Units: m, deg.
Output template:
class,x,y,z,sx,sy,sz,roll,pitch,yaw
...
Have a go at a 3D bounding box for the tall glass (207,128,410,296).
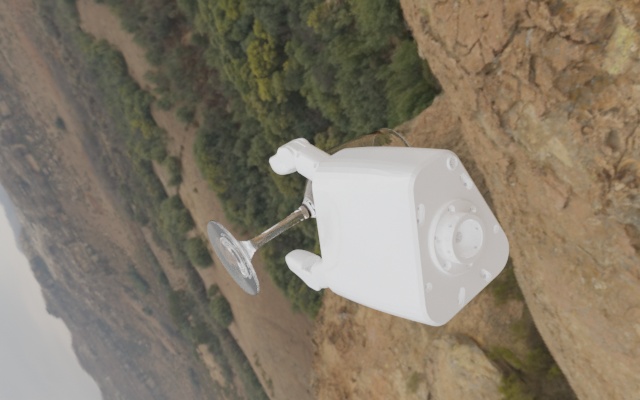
class,x,y,z,sx,sy,sz,roll,pitch,yaw
tall glass,-0.001,0.002,0.447,0.201,0.079,0.079,-33,16,-27
